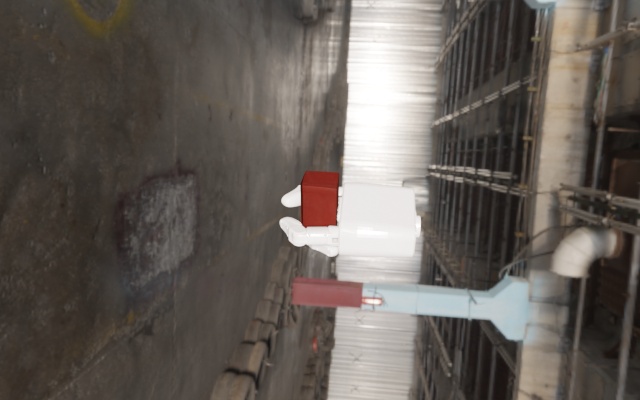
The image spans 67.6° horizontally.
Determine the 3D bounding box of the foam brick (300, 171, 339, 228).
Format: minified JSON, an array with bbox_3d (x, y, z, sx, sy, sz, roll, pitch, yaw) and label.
[{"bbox_3d":[0.000,0.002,0.687,0.051,0.078,0.053,3,28,6],"label":"foam brick"}]
